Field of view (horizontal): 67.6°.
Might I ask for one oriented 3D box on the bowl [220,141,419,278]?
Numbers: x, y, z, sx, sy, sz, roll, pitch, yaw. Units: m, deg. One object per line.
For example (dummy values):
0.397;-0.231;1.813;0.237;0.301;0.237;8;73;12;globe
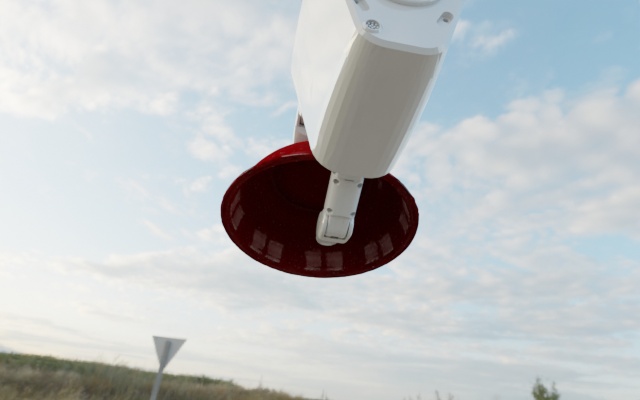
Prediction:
0.000;0.002;0.409;0.162;0.055;0.162;2;-41;2;bowl
